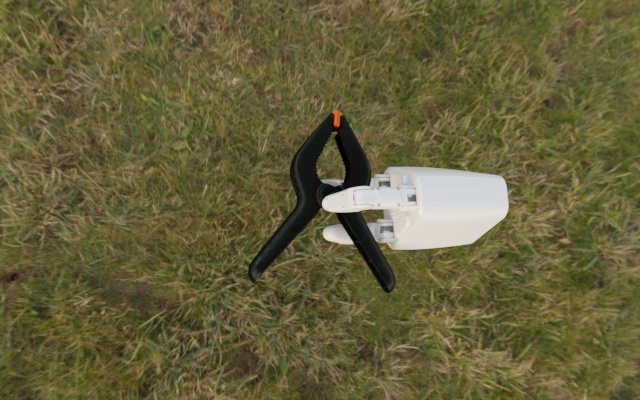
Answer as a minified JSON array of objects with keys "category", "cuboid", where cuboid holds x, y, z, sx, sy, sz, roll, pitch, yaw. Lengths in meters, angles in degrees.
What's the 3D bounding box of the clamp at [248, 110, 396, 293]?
[{"category":"clamp","cuboid":[0.000,0.001,0.539,0.164,0.210,0.036,0,-10,-13]}]
